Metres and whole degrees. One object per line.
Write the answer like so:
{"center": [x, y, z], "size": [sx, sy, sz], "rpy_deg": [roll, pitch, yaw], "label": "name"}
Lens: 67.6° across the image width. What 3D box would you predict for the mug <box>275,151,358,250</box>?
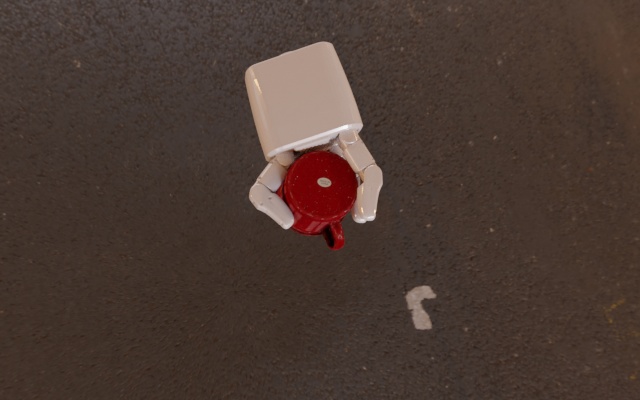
{"center": [0.001, 0.003, 0.555], "size": [0.093, 0.117, 0.081], "rpy_deg": [-17, -8, -13], "label": "mug"}
